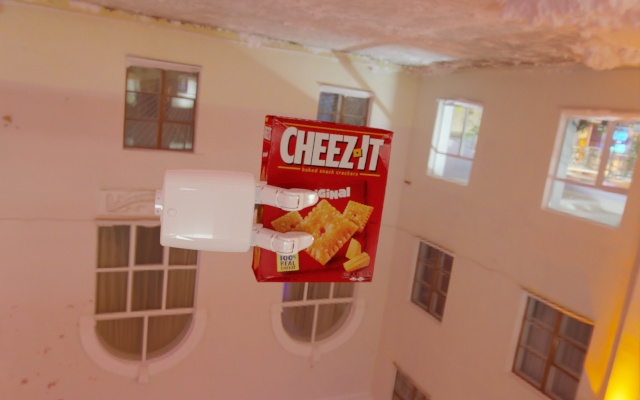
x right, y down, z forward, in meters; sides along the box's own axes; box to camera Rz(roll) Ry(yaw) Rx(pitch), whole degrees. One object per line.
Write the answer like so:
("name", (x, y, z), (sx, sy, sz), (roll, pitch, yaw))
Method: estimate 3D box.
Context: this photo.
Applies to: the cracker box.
("cracker box", (0.000, 0.002, 0.642), (0.164, 0.214, 0.072), (4, 11, -16))
